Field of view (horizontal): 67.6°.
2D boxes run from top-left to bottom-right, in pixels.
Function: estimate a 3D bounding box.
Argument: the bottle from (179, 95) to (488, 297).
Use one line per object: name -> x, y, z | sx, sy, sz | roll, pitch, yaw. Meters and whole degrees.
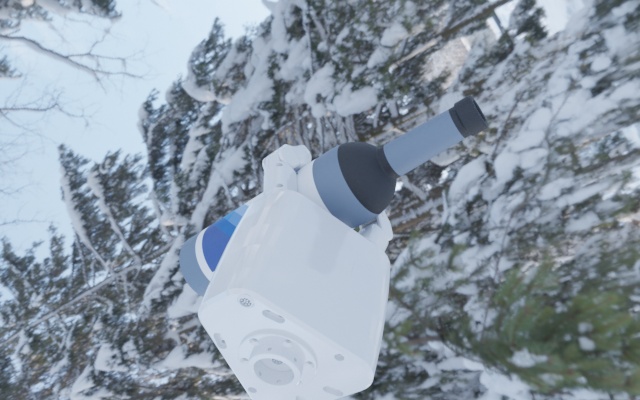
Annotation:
bottle -> 0.000, 0.001, 0.408 | 0.296, 0.069, 0.069 | -30, -15, 27
